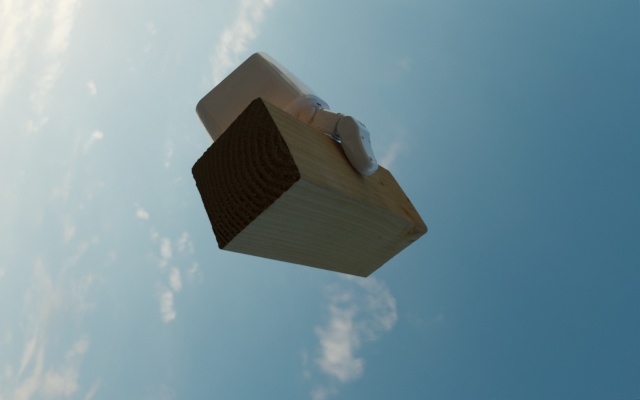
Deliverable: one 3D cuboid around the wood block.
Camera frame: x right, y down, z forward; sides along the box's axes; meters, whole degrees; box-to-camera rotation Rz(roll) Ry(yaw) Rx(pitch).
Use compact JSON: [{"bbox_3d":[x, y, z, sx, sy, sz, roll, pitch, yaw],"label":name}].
[{"bbox_3d":[0.000,0.001,0.439,0.091,0.090,0.206,-42,-34,21],"label":"wood block"}]
